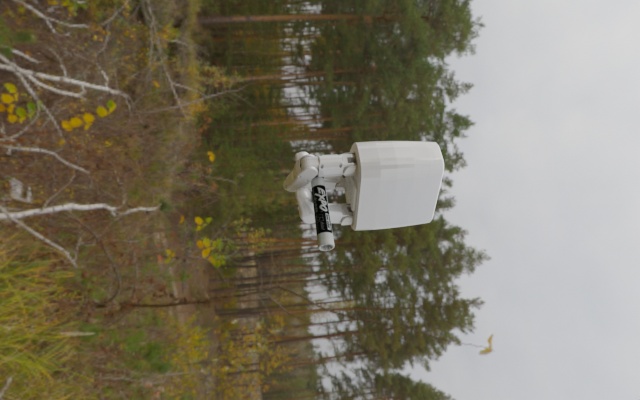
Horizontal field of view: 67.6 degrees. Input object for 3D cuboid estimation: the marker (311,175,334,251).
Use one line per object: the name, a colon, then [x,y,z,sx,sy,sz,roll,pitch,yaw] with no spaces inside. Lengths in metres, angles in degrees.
marker: [0.000,0.002,0.565,0.020,0.121,0.020,-5,-32,-3]
